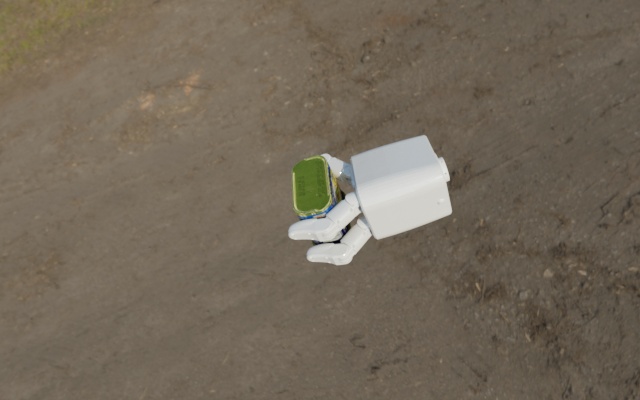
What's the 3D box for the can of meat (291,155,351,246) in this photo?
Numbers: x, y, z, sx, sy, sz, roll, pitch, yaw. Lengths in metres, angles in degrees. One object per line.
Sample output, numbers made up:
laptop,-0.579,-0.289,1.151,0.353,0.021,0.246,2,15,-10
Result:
can of meat,0.000,0.002,0.646,0.057,0.102,0.084,-16,-41,11
